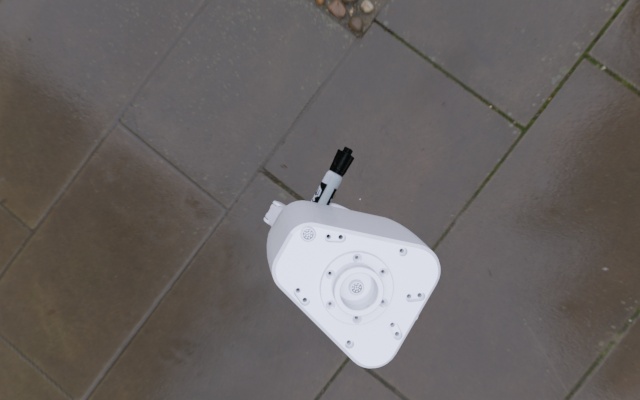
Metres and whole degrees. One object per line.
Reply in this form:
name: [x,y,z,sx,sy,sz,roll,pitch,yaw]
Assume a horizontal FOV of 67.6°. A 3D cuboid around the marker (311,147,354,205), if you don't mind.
marker: [0.000,0.002,0.477,0.020,0.121,0.020,28,2,-1]
